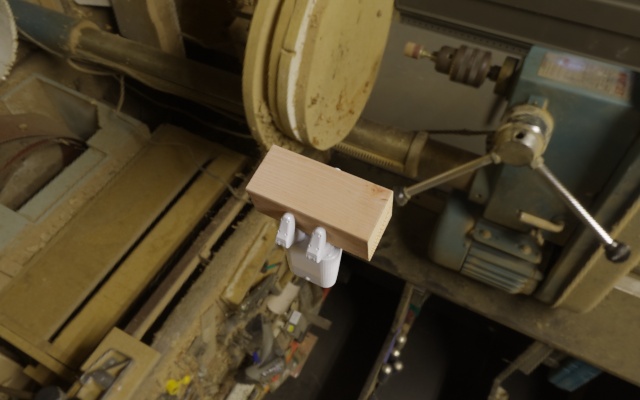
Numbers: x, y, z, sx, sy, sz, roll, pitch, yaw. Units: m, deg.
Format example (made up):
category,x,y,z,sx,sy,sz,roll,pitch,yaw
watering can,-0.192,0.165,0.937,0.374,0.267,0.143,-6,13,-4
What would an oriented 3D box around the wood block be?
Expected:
category,x,y,z,sx,sy,sz,roll,pitch,yaw
wood block,0.000,0.002,0.750,0.206,0.090,0.090,22,-21,17
